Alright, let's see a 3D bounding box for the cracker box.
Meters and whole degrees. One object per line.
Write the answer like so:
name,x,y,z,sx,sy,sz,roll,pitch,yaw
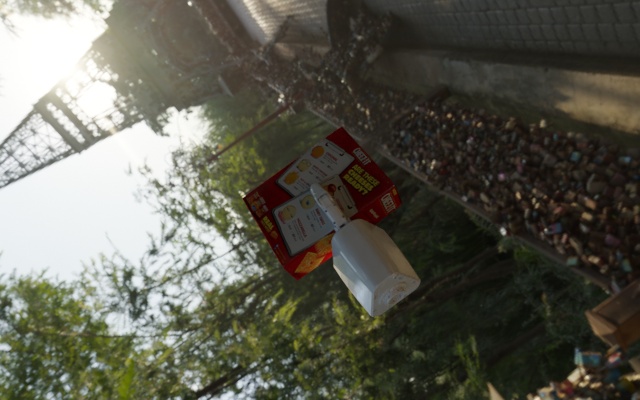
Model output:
cracker box,0.000,0.003,0.794,0.213,0.164,0.072,-36,-35,-1
